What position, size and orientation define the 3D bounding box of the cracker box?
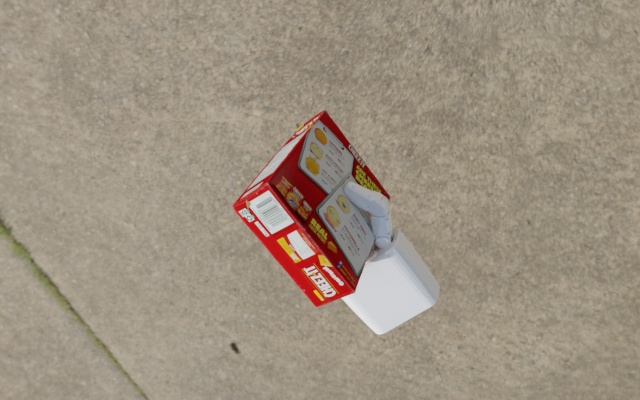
[{"bbox_3d":[0.000,0.002,0.617,0.072,0.164,0.213,-28,18,32],"label":"cracker box"}]
